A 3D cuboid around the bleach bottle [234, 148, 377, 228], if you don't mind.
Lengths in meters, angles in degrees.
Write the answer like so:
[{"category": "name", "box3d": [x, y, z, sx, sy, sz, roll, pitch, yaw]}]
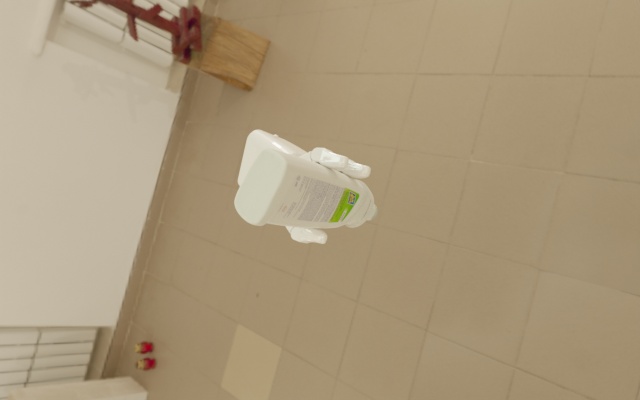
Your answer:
[{"category": "bleach bottle", "box3d": [0.000, 0.002, 0.700, 0.251, 0.102, 0.068, 17, 16, -49]}]
